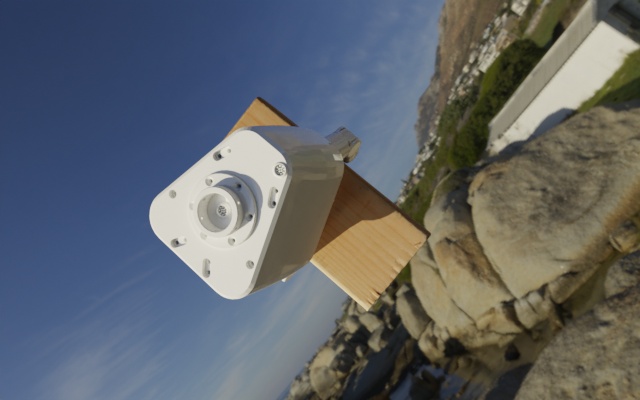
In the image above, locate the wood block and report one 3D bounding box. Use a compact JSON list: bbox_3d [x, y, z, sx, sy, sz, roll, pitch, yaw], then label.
[{"bbox_3d":[0.000,0.001,0.477,0.206,0.091,0.090,40,5,11],"label":"wood block"}]
